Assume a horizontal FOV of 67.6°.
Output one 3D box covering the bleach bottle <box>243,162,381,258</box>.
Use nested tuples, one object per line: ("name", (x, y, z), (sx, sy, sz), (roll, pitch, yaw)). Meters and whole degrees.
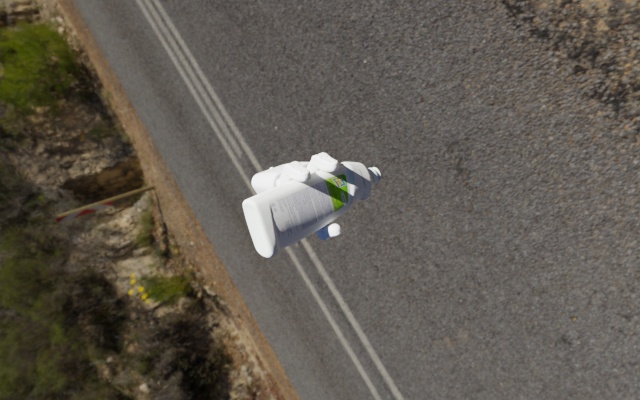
("bleach bottle", (0.000, 0.003, 0.808), (0.251, 0.102, 0.068), (-22, 13, -28))
